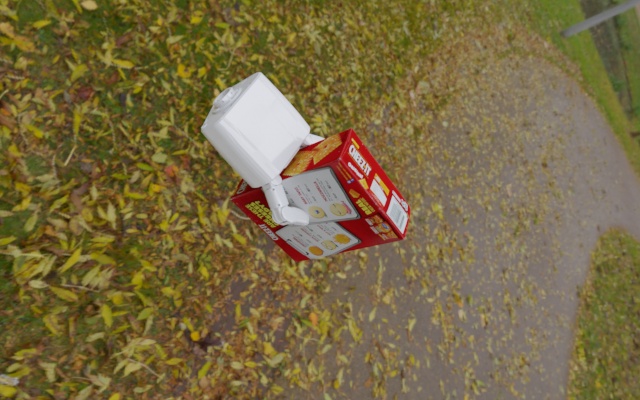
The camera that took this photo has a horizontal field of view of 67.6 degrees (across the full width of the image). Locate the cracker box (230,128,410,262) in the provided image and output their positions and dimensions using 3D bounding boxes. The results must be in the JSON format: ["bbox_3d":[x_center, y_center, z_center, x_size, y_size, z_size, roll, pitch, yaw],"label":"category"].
[{"bbox_3d":[0.000,0.002,0.706,0.214,0.072,0.164,-17,-53,38],"label":"cracker box"}]
